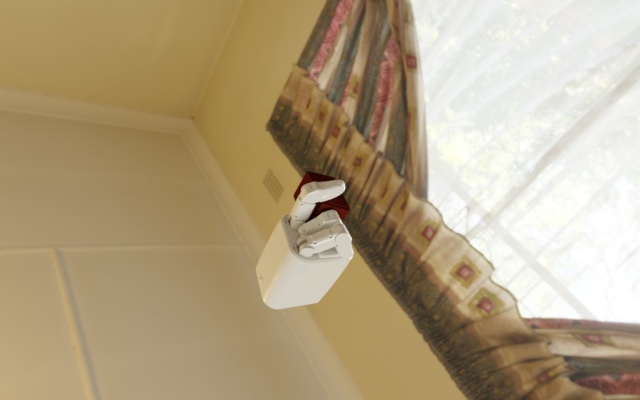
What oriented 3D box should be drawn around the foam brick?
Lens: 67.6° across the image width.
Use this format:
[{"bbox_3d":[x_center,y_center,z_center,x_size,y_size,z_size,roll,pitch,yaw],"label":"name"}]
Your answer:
[{"bbox_3d":[0.000,0.002,0.710,0.053,0.051,0.078,14,33,-29],"label":"foam brick"}]
